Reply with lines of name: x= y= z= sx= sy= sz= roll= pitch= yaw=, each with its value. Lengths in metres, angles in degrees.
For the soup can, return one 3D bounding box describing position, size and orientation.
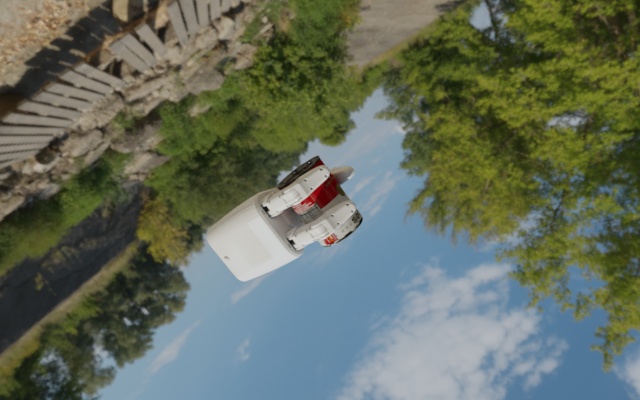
soup can: x=0.001 y=0.002 z=0.624 sx=0.068 sy=0.102 sz=0.068 roll=-35 pitch=11 yaw=8
